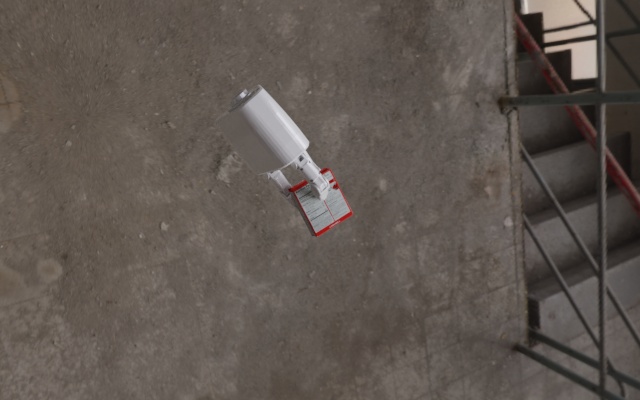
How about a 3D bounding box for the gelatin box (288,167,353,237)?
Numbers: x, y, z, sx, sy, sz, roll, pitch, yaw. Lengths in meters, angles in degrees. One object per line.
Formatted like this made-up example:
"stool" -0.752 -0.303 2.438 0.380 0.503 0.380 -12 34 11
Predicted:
"gelatin box" 0.000 0.003 0.769 0.073 0.089 0.030 -32 14 -16
